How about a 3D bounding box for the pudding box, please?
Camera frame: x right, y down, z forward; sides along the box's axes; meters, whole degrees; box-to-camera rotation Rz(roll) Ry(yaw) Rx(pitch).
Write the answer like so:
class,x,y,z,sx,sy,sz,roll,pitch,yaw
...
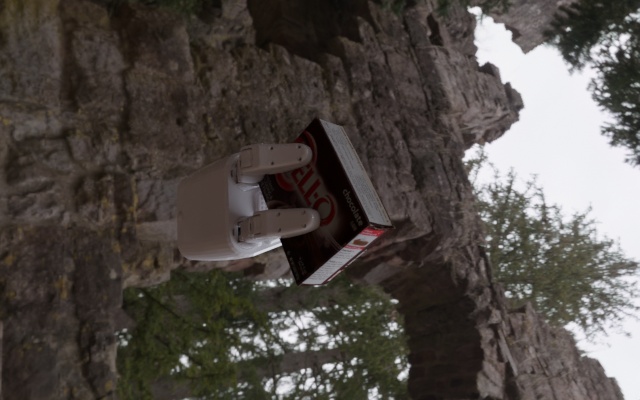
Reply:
class,x,y,z,sx,sy,sz,roll,pitch,yaw
pudding box,0.000,0.001,0.401,0.039,0.113,0.090,6,-41,-45
